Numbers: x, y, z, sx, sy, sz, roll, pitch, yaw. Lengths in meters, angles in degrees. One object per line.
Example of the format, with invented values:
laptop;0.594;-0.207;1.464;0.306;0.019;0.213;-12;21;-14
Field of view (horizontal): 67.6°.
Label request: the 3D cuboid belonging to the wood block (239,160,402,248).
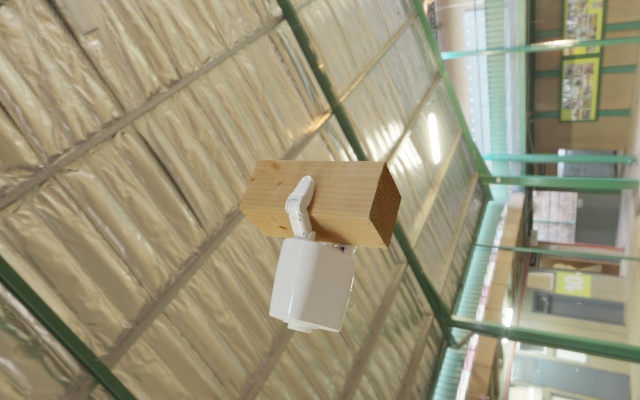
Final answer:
wood block;0.000;0.002;0.693;0.206;0.090;0.091;3;-31;28
